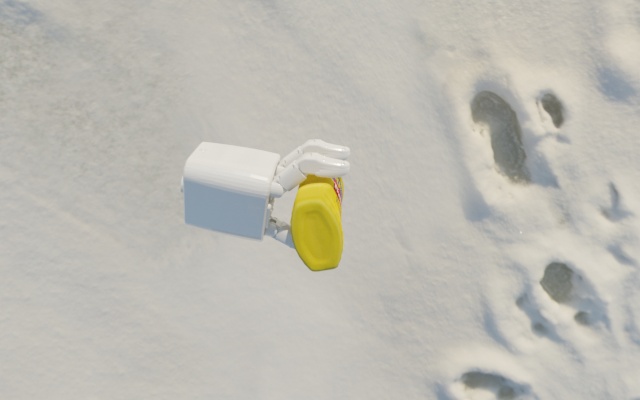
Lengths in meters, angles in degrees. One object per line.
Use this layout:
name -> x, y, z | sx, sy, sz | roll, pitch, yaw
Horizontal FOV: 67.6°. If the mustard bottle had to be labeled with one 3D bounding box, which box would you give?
mustard bottle -> 0.000, 0.002, 0.617 | 0.058, 0.096, 0.191 | -11, 24, 8
